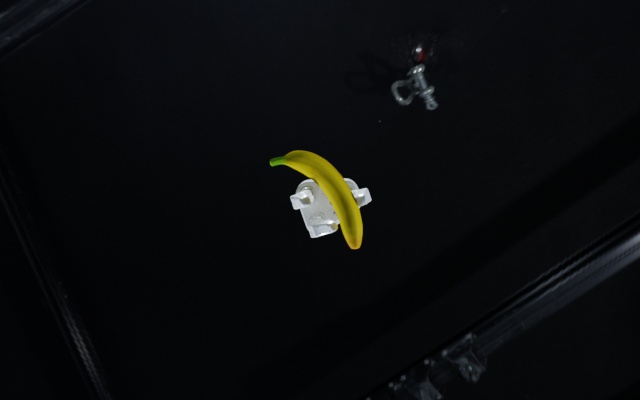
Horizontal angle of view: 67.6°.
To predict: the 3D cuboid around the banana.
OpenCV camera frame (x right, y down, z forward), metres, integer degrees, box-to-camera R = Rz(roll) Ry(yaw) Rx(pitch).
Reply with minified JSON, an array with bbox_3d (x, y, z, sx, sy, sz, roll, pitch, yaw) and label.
[{"bbox_3d":[0.011,-0.013,0.754,0.069,0.198,0.037,-44,7,0],"label":"banana"}]
